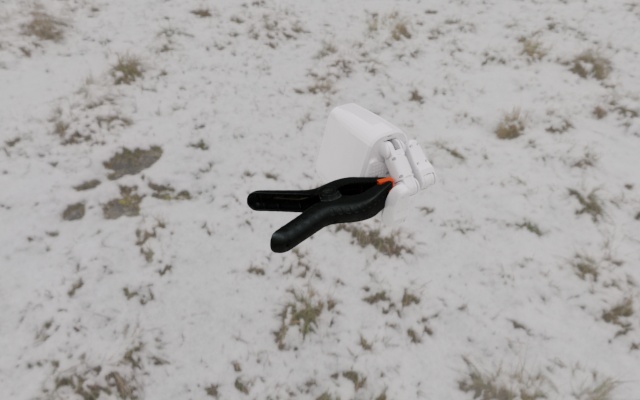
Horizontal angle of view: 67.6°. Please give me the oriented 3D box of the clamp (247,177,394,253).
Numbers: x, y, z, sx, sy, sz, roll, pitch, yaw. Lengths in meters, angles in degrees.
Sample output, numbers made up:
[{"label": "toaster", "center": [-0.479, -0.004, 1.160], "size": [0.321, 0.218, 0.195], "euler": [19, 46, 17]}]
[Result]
[{"label": "clamp", "center": [0.000, 0.001, 0.548], "size": [0.171, 0.039, 0.120], "euler": [-16, 36, -25]}]
